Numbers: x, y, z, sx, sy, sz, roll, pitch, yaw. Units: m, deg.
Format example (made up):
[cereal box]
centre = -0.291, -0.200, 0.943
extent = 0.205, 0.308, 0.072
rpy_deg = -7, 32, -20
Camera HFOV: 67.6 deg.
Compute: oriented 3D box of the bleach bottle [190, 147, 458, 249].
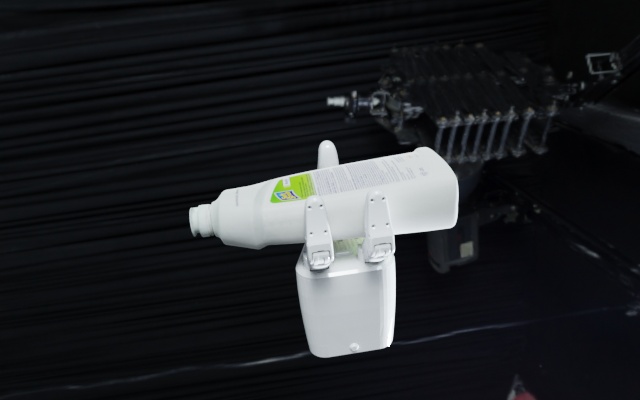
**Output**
[bleach bottle]
centre = 0.000, 0.002, 0.477
extent = 0.251, 0.068, 0.102
rpy_deg = -7, 24, -5
